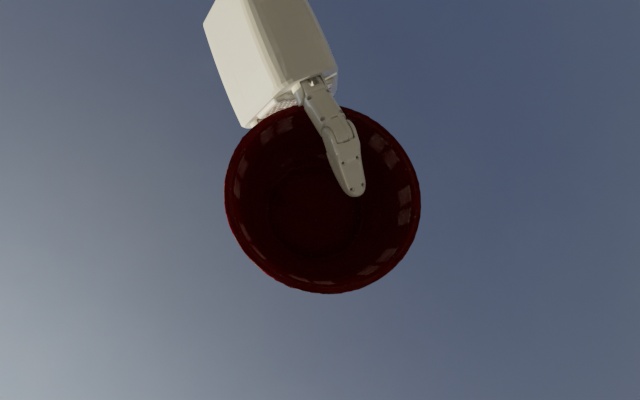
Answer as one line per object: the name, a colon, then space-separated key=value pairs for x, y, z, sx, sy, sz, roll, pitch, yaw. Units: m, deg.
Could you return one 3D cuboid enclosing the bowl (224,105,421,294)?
bowl: x=0.000 y=0.003 z=0.407 sx=0.162 sy=0.162 sz=0.055 roll=0 pitch=-18 yaw=-11
